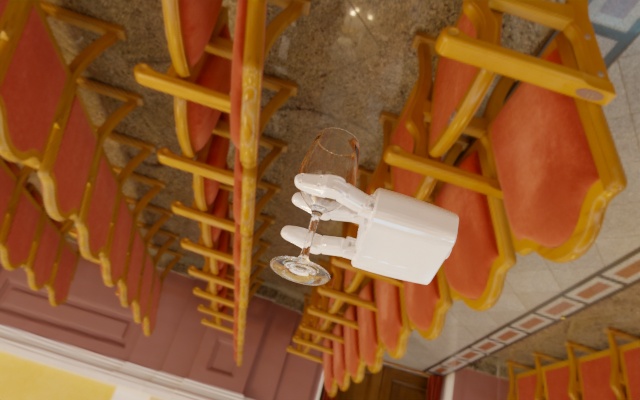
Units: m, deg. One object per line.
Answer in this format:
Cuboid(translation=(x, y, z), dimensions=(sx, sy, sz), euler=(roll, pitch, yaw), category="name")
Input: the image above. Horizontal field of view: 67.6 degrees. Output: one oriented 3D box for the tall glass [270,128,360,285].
Cuboid(translation=(0.000, 0.003, 0.614), dimensions=(0.079, 0.201, 0.079), euler=(12, -30, 7), category="tall glass")
